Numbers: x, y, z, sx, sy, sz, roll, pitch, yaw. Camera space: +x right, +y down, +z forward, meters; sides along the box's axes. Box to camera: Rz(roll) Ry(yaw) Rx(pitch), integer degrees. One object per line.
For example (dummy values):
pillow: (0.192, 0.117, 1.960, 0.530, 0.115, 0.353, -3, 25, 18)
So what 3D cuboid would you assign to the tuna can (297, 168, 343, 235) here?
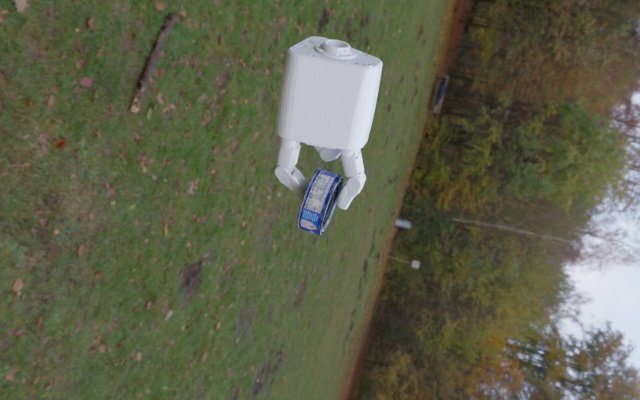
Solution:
tuna can: (0.001, 0.002, 0.635, 0.034, 0.086, 0.086, 20, 3, 9)
